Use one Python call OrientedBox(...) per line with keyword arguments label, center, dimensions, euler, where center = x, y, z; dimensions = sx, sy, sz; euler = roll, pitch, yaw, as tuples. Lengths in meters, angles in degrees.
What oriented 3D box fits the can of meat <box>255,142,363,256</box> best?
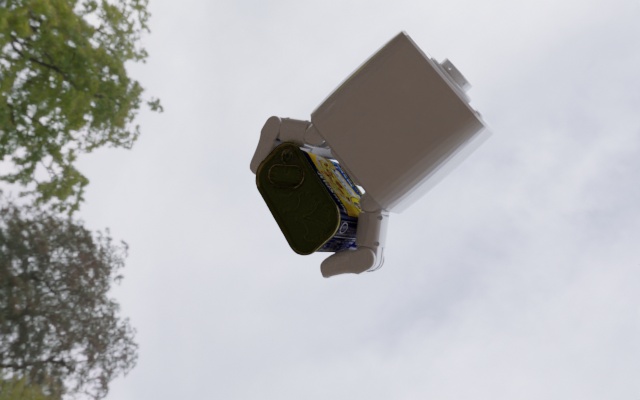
OrientedBox(label="can of meat", center=(0.000, 0.002, 0.446), dimensions=(0.057, 0.102, 0.084), euler=(-43, -27, 22))
